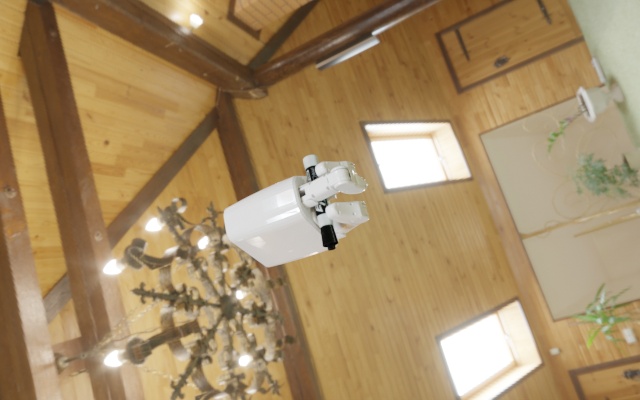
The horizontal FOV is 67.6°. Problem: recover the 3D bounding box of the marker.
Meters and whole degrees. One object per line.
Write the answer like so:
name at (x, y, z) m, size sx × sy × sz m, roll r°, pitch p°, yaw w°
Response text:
marker at (0.000, 0.002, 0.571) m, size 0.020 × 0.121 × 0.020 m, roll -12°, pitch -22°, yaw -5°
